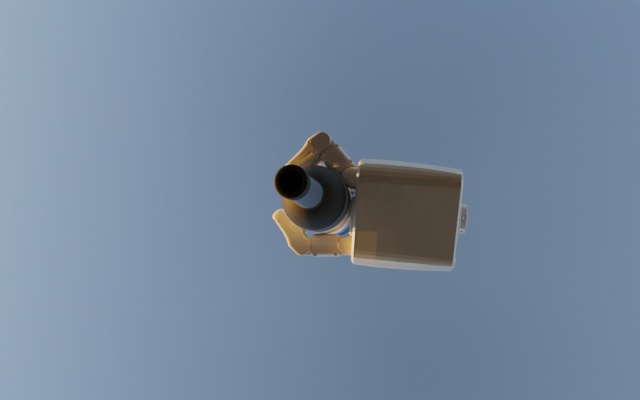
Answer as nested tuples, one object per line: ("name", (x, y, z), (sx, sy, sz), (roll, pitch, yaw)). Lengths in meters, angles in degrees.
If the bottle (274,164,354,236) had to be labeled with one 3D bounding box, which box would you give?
("bottle", (0.000, 0.002, 0.515), (0.069, 0.069, 0.296), (0, -6, 9))
